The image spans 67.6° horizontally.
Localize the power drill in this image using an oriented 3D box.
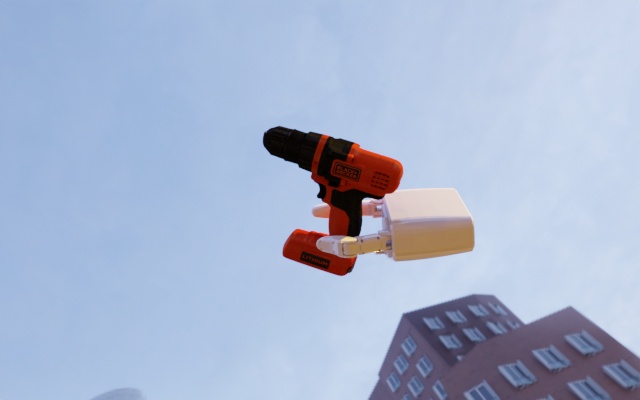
[{"bbox_3d":[0.000,0.003,0.641,0.184,0.188,0.057,19,33,8],"label":"power drill"}]
